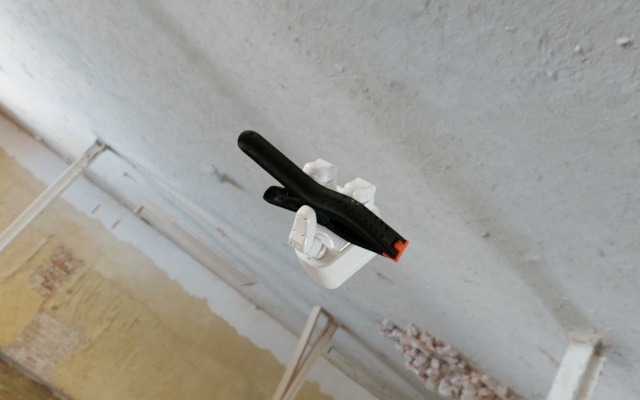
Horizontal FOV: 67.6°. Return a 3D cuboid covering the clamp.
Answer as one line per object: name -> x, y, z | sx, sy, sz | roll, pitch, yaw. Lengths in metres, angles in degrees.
clamp -> 0.000, 0.003, 0.537 | 0.210, 0.036, 0.165 | 28, -16, 21
